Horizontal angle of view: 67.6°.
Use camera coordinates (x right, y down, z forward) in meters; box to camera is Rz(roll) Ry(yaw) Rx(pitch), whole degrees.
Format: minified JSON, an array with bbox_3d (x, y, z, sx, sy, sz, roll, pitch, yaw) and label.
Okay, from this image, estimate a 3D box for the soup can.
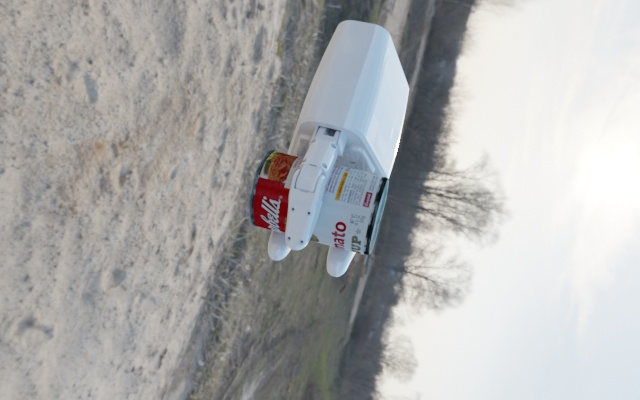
[{"bbox_3d":[0.000,0.002,0.401,0.102,0.068,0.068,14,3,11],"label":"soup can"}]
